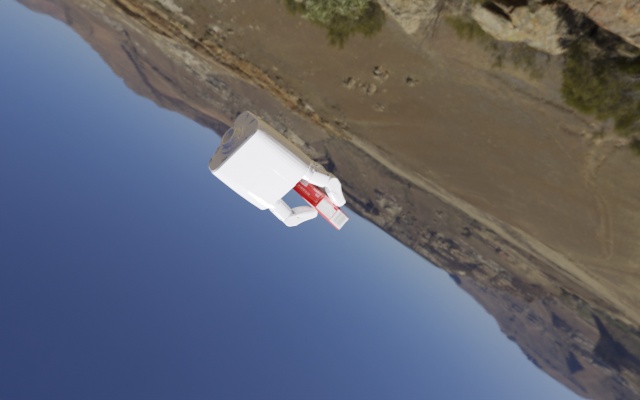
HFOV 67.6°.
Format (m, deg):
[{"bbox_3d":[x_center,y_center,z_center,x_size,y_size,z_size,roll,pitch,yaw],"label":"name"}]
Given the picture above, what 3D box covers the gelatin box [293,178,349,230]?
[{"bbox_3d":[0.000,0.003,0.811,0.073,0.030,0.089,42,-1,43],"label":"gelatin box"}]
